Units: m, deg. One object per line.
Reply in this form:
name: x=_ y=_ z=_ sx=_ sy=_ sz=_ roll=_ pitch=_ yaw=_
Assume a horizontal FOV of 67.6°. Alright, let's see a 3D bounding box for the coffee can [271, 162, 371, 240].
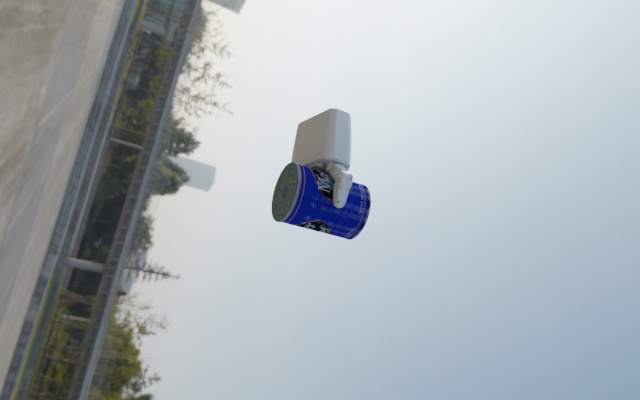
coffee can: x=0.000 y=0.003 z=0.821 sx=0.140 sy=0.103 sz=0.103 roll=16 pitch=-7 yaw=-24
